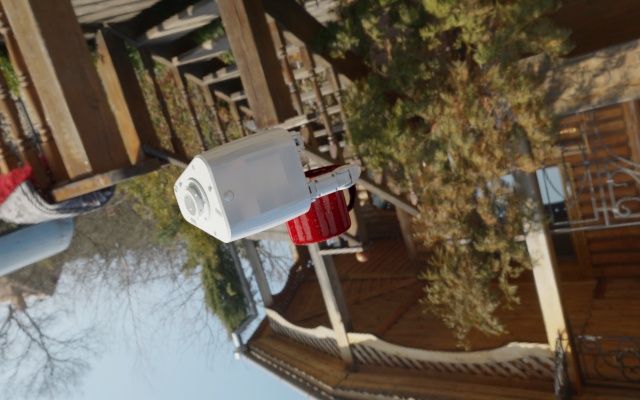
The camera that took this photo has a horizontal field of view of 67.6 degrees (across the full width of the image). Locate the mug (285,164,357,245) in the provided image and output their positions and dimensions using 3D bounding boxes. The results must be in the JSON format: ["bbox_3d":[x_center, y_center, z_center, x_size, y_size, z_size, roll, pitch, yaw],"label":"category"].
[{"bbox_3d":[0.001,0.002,0.615,0.117,0.081,0.093,-22,11,-36],"label":"mug"}]
